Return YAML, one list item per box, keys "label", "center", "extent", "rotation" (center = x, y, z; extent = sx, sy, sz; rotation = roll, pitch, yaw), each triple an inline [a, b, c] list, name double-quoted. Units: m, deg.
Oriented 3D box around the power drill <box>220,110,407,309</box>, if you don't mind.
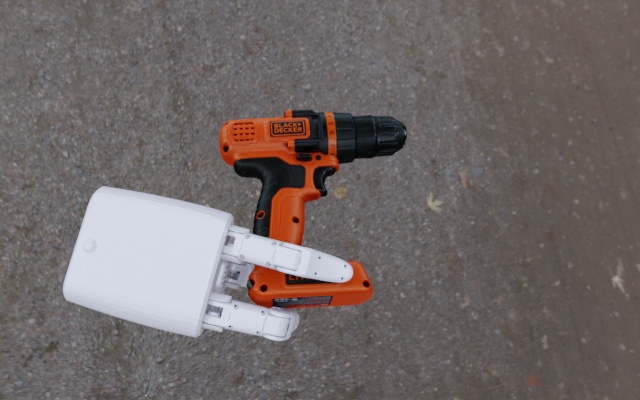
- label: "power drill"
  center: [0.000, 0.002, 0.443]
  extent: [0.184, 0.187, 0.057]
  rotation: [-4, -26, -3]
